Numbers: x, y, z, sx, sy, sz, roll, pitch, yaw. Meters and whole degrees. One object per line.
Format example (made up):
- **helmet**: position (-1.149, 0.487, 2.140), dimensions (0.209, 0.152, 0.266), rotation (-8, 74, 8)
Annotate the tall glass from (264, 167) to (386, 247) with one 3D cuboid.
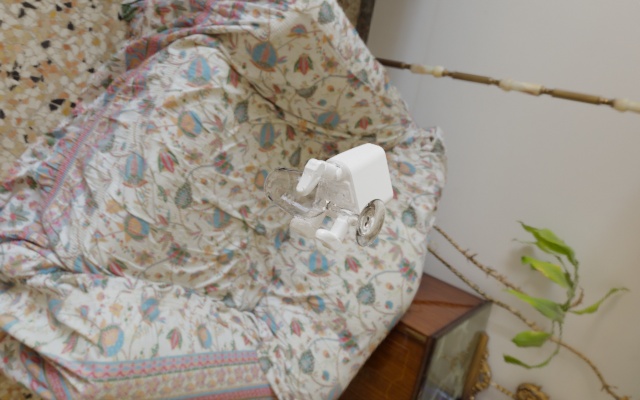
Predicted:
- **tall glass**: position (0.001, 0.003, 0.756), dimensions (0.201, 0.079, 0.079), rotation (22, 13, 36)
